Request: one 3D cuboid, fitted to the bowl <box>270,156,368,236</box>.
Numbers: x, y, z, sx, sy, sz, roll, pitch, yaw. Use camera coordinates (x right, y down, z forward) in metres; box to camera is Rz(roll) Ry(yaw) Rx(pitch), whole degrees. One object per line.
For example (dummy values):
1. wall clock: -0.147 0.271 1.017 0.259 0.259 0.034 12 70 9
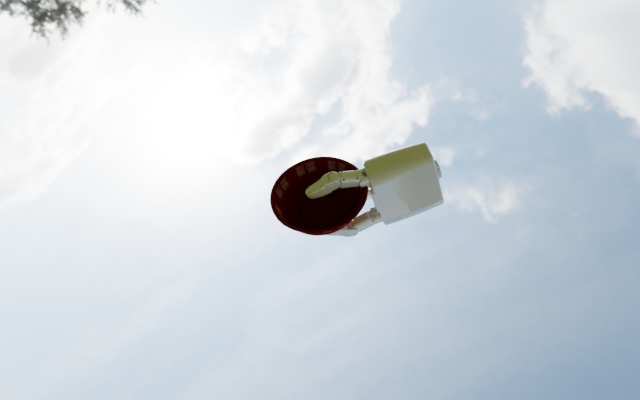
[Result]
1. bowl: -0.001 0.003 0.797 0.162 0.162 0.055 0 -38 10
